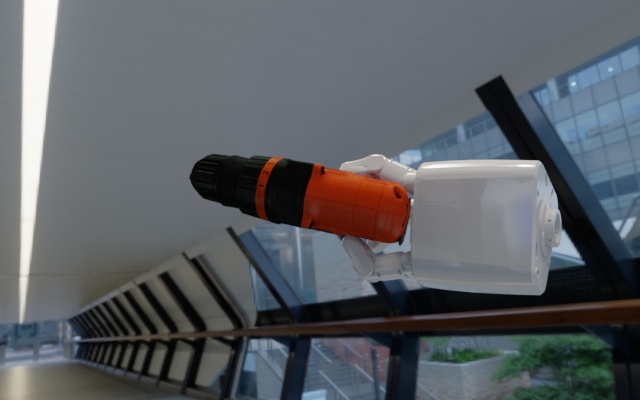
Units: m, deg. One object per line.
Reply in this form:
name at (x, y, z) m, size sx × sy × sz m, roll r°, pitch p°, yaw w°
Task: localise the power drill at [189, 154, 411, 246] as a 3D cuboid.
power drill at (0.000, 0.001, 0.440) m, size 0.184 × 0.057 × 0.187 m, roll 13°, pitch 1°, yaw 21°
